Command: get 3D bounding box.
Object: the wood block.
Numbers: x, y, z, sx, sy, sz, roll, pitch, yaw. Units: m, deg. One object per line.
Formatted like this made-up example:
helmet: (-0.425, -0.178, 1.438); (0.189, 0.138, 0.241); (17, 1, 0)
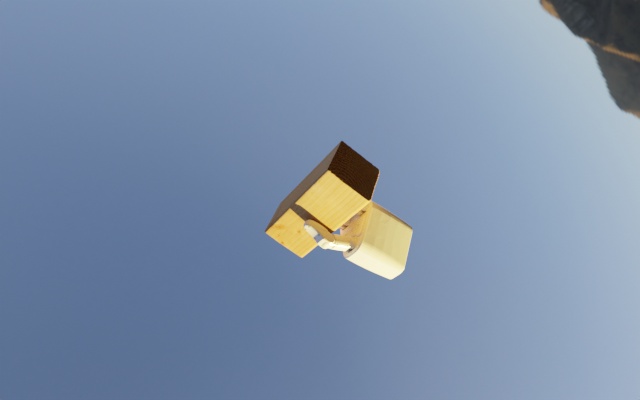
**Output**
wood block: (0.000, 0.003, 0.851); (0.090, 0.090, 0.206); (37, -49, -12)
